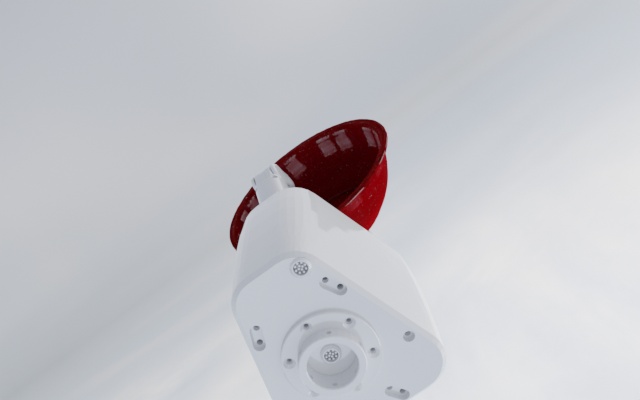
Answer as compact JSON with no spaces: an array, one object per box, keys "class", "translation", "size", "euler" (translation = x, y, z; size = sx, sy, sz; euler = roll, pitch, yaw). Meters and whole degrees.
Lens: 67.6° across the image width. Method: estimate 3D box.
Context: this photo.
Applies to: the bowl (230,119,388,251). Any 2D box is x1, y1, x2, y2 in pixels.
[{"class":"bowl","translation":[0.000,0.001,0.418],"size":[0.162,0.162,0.055],"euler":[0,-44,51]}]
